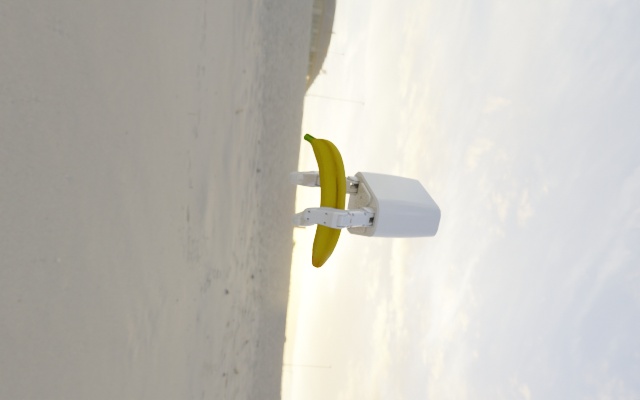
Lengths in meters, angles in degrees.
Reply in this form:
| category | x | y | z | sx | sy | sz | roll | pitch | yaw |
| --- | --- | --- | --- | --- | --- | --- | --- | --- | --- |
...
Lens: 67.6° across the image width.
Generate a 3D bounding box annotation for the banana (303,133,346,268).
| category | x | y | z | sx | sy | sz | roll | pitch | yaw |
| --- | --- | --- | --- | --- | --- | --- | --- | --- | --- |
| banana | 0.009 | -0.003 | 0.674 | 0.037 | 0.198 | 0.069 | 1 | -6 | -30 |
